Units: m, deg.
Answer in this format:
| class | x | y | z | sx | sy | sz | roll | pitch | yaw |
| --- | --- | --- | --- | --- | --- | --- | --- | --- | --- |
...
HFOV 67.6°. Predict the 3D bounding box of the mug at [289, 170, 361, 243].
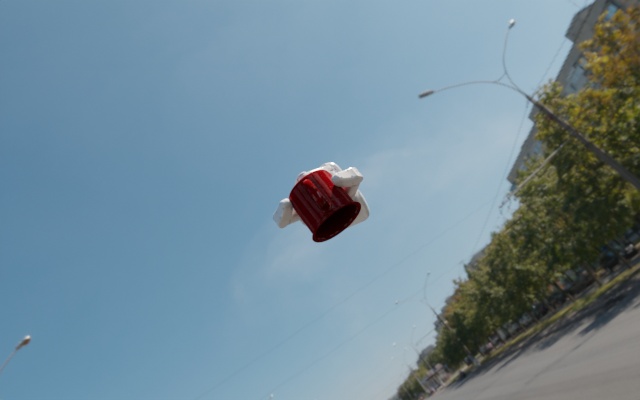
| class | x | y | z | sx | sy | sz | roll | pitch | yaw |
| --- | --- | --- | --- | --- | --- | --- | --- | --- | --- |
| mug | 0.000 | 0.002 | 0.742 | 0.093 | 0.081 | 0.117 | -39 | -24 | 2 |
